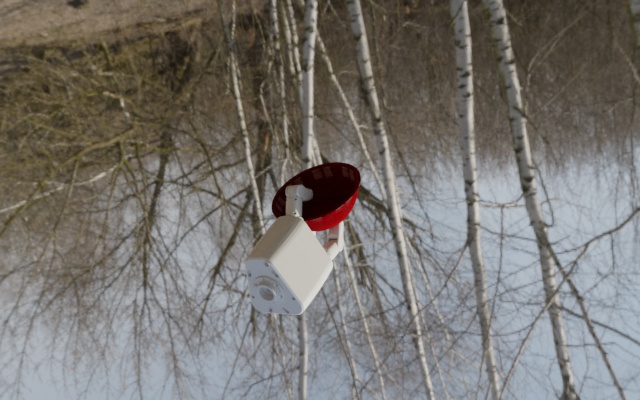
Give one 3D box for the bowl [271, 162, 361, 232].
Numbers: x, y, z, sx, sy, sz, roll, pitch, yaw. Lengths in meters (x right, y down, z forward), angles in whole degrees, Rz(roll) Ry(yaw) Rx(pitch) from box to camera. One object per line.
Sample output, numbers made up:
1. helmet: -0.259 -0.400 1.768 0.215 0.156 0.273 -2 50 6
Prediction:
1. bowl: 0.001 0.002 0.820 0.162 0.055 0.162 -18 34 12
